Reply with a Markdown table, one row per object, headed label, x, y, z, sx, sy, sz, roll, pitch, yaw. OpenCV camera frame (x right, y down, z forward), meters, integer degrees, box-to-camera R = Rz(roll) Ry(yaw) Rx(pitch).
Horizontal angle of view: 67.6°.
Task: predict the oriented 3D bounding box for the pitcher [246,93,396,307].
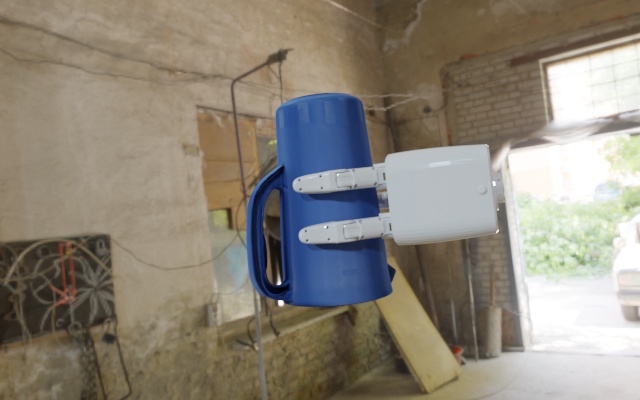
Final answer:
| label | x | y | z | sx | sy | sz | roll | pitch | yaw |
| --- | --- | --- | --- | --- | --- | --- | --- | --- | --- |
| pitcher | 0.000 | 0.002 | 0.574 | 0.145 | 0.243 | 0.149 | -7 | -1 | 21 |
